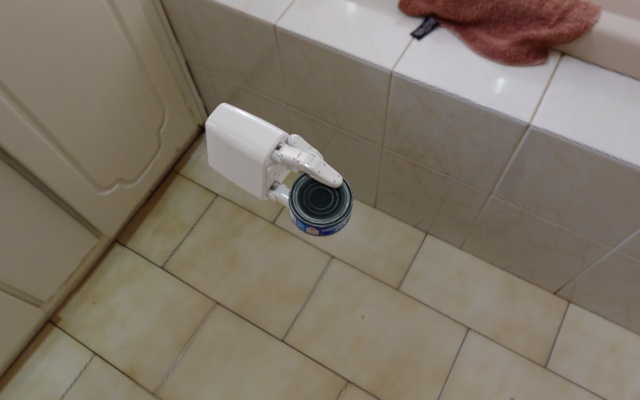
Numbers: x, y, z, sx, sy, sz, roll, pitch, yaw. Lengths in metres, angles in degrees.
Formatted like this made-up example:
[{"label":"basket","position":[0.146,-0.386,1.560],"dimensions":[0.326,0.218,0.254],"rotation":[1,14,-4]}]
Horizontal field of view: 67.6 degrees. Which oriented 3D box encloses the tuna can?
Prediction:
[{"label":"tuna can","position":[0.000,0.002,0.627],"dimensions":[0.086,0.086,0.034],"rotation":[0,-24,-2]}]
